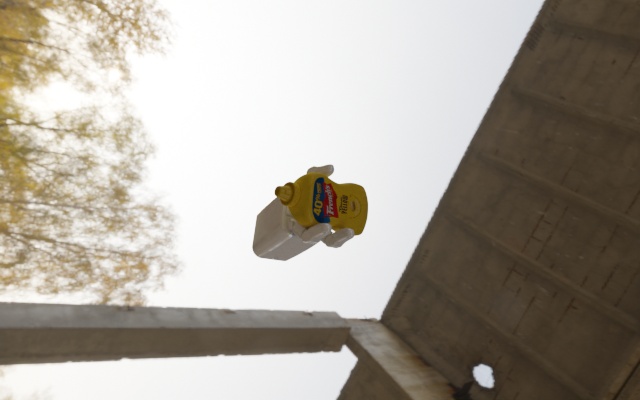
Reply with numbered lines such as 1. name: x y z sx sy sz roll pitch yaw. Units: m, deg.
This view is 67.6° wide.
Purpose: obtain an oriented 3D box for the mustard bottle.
1. mustard bottle: 0.001 0.003 0.829 0.192 0.096 0.058 14 -14 -41
